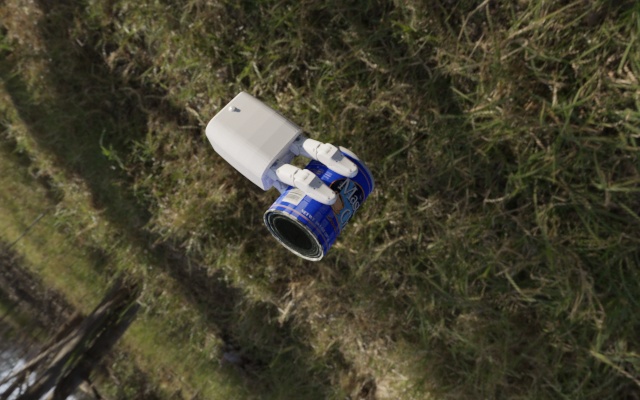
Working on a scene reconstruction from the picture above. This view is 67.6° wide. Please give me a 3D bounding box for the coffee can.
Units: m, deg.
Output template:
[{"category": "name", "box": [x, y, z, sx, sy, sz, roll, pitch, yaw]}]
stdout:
[{"category": "coffee can", "box": [0.000, 0.002, 0.698, 0.103, 0.103, 0.140, 0, 44, 50]}]
